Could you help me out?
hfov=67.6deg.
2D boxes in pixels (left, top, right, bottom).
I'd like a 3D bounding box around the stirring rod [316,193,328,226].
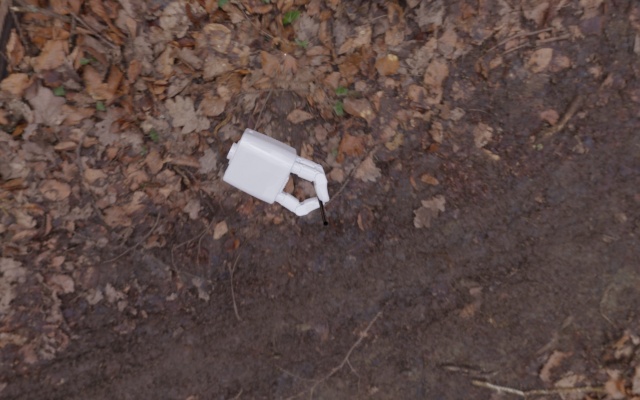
[{"bbox_3d":[0.000,0.003,0.900,0.011,0.011,0.239,0,17,-4],"label":"stirring rod"}]
